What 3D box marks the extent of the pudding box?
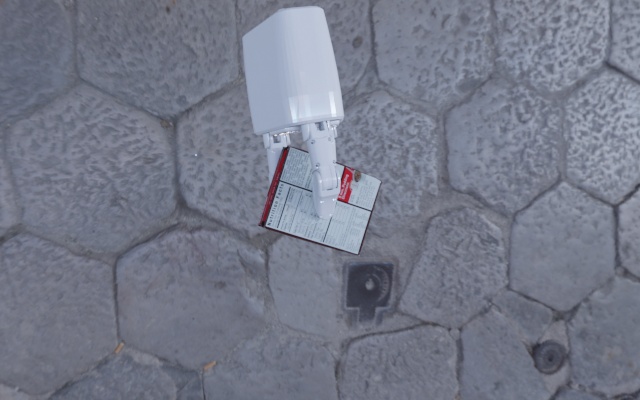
[{"bbox_3d":[0.000,0.002,0.508,0.113,0.090,0.039,19,-2,-14],"label":"pudding box"}]
